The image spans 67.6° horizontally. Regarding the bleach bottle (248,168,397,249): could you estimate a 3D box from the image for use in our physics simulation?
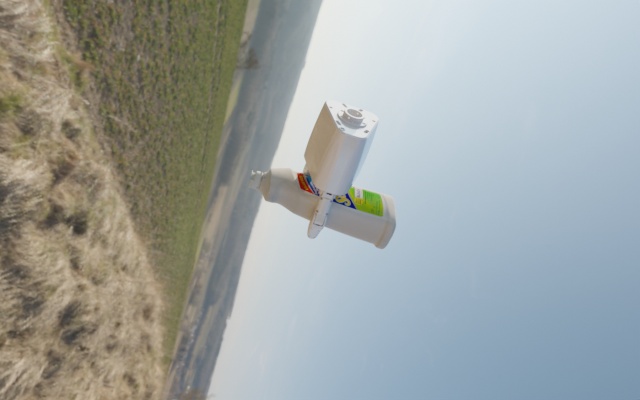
[{"bbox_3d":[0.000,0.003,0.813,0.251,0.068,0.102,16,36,-8],"label":"bleach bottle"}]
